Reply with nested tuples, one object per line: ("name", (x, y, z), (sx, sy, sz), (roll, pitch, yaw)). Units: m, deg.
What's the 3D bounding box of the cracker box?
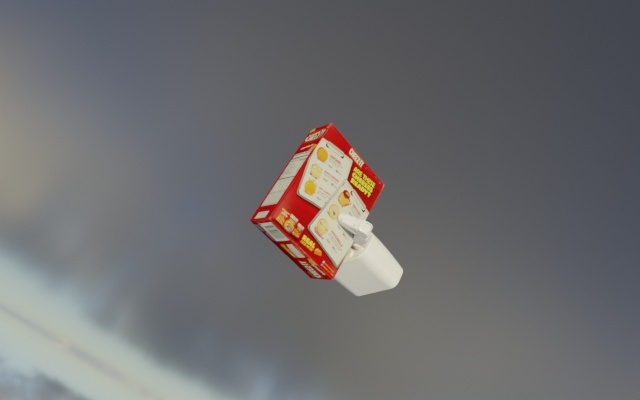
("cracker box", (0.000, 0.003, 0.823), (0.072, 0.213, 0.164), (-8, -46, 49))
